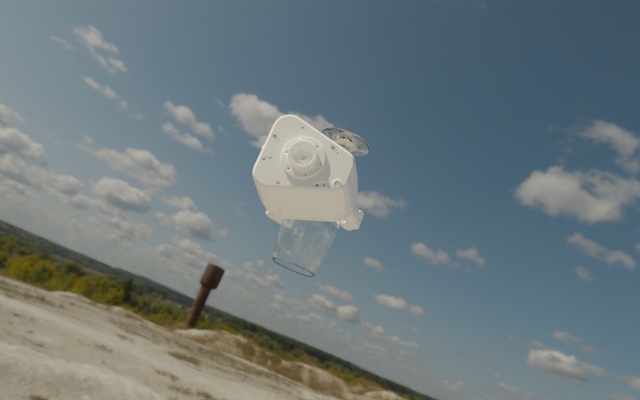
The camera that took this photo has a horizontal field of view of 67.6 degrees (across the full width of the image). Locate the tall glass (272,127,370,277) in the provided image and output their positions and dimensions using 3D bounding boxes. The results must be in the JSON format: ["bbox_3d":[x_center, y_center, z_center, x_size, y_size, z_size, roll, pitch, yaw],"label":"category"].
[{"bbox_3d":[0.000,0.002,0.666,0.079,0.201,0.079,21,-16,6],"label":"tall glass"}]
